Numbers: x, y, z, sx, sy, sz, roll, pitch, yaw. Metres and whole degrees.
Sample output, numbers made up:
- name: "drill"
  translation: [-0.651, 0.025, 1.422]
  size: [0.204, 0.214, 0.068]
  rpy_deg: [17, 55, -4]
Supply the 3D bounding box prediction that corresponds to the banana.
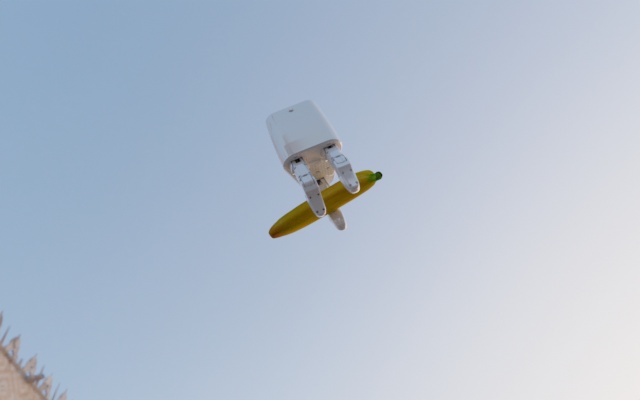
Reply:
- name: "banana"
  translation: [0.008, 0.001, 0.737]
  size: [0.198, 0.037, 0.069]
  rpy_deg: [-31, -9, 15]
